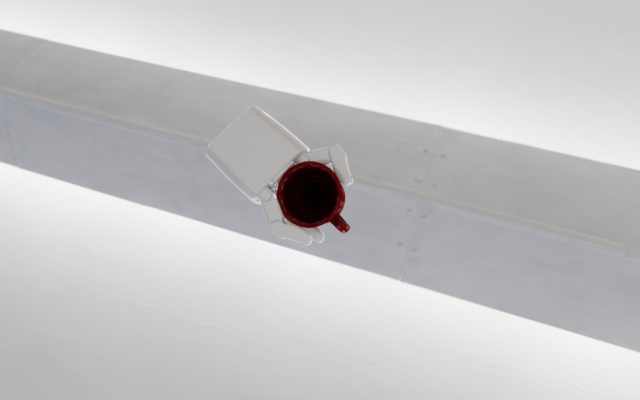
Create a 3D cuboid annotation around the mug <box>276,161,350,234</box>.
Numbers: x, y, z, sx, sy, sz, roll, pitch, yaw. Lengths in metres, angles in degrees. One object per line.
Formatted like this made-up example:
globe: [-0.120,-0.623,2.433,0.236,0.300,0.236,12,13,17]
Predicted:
mug: [0.001,0.003,0.696,0.117,0.093,0.081,43,5,11]
